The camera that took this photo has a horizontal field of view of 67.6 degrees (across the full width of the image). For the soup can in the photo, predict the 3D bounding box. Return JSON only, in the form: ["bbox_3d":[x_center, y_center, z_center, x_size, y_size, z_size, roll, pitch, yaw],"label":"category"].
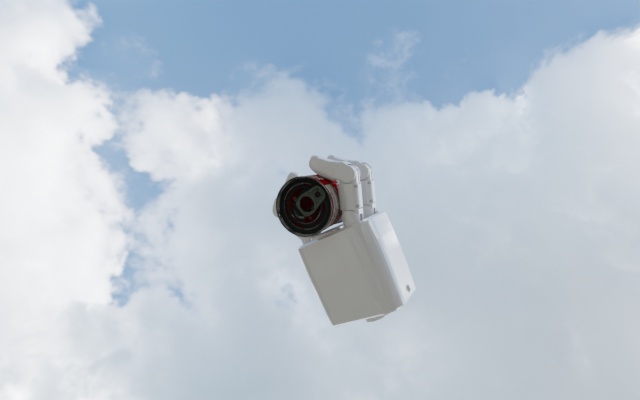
[{"bbox_3d":[0.000,0.001,0.570,0.068,0.068,0.102,0,6,22],"label":"soup can"}]
